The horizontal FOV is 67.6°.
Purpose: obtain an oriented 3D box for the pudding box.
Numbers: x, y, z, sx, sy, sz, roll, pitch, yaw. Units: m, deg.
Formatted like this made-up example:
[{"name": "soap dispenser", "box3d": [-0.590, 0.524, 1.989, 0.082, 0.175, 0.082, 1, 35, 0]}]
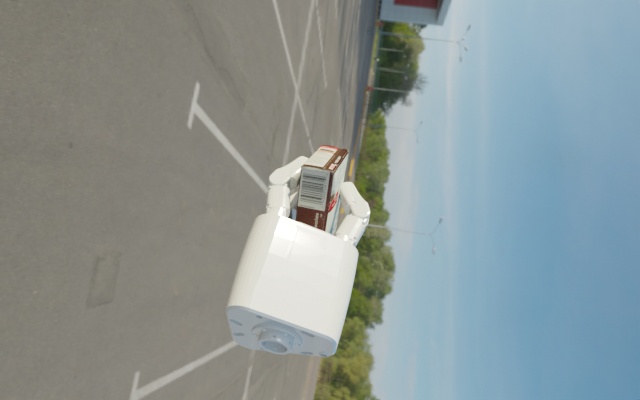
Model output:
[{"name": "pudding box", "box3d": [0.000, 0.002, 0.552, 0.039, 0.113, 0.090, 13, 23, 8]}]
